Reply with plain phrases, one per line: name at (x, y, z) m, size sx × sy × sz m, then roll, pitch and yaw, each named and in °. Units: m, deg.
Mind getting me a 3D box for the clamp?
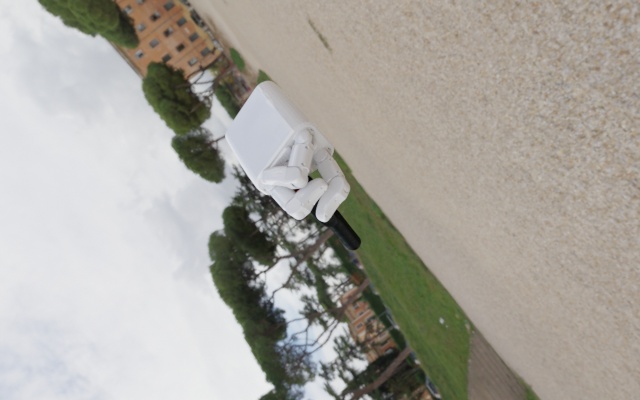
clamp at (0.000, 0.003, 0.690) m, size 0.039 × 0.120 × 0.171 m, roll -40°, pitch -32°, yaw 0°
